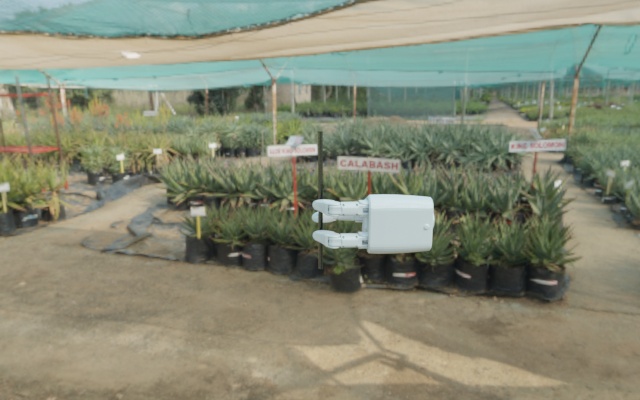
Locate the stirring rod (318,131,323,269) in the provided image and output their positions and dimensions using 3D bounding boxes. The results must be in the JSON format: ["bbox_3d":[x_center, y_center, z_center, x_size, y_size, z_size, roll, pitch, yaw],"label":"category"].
[{"bbox_3d":[0.000,0.003,0.822,0.011,0.239,0.011,0,12,0],"label":"stirring rod"}]
